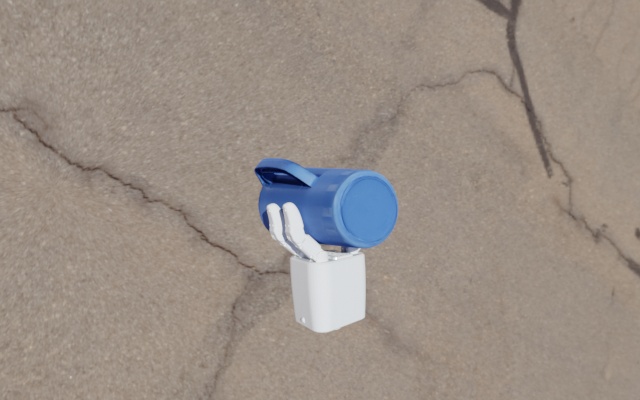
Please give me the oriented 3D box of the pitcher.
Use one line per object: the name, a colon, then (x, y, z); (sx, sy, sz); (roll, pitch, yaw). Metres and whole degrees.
pitcher: (0.000, 0.003, 0.741); (0.149, 0.145, 0.243); (-4, 3, -29)
